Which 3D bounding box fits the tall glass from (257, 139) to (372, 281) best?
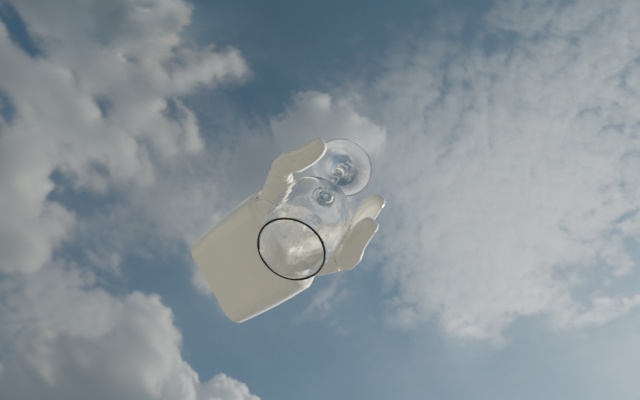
[{"bbox_3d":[0.000,0.001,0.491,0.079,0.079,0.201,0,24,16],"label":"tall glass"}]
